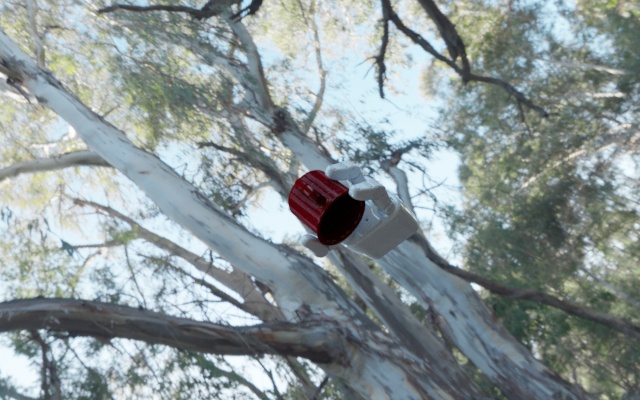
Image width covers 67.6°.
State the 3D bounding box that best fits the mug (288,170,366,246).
[{"bbox_3d":[-0.001,0.002,0.698,0.081,0.093,0.117,37,0,37],"label":"mug"}]
